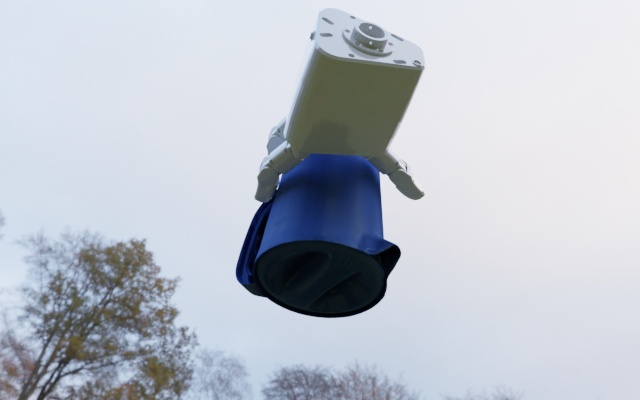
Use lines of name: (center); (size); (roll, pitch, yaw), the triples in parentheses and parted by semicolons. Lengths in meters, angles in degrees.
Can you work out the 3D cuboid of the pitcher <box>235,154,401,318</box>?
pitcher: (0.000, 0.002, 0.549); (0.149, 0.242, 0.145); (15, -44, -7)
